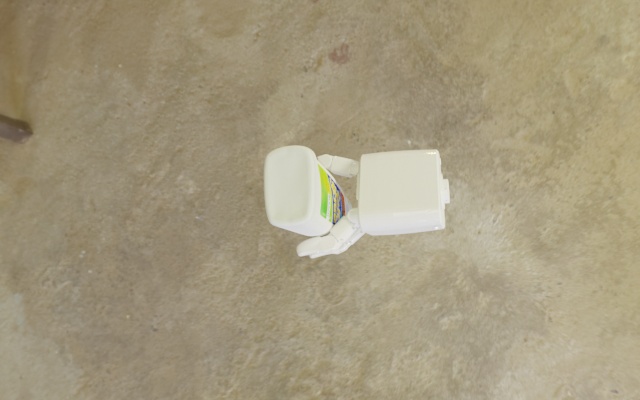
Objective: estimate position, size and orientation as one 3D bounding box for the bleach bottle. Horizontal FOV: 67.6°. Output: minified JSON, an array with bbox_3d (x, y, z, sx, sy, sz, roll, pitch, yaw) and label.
[{"bbox_3d":[0.000,0.002,0.681,0.068,0.102,0.251,-5,-10,17],"label":"bleach bottle"}]
